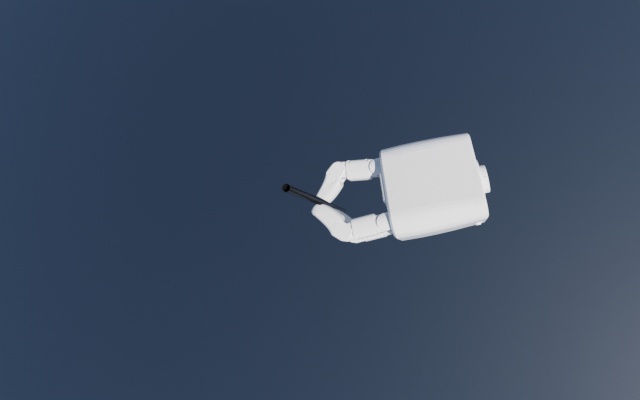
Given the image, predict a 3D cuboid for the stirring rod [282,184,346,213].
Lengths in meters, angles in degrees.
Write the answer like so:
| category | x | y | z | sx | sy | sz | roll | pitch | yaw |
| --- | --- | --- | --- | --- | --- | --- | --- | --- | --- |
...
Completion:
| category | x | y | z | sx | sy | sz | roll | pitch | yaw |
| --- | --- | --- | --- | --- | --- | --- | --- | --- | --- |
| stirring rod | 0.000 | 0.002 | 0.568 | 0.011 | 0.011 | 0.239 | 0 | -7 | 16 |
